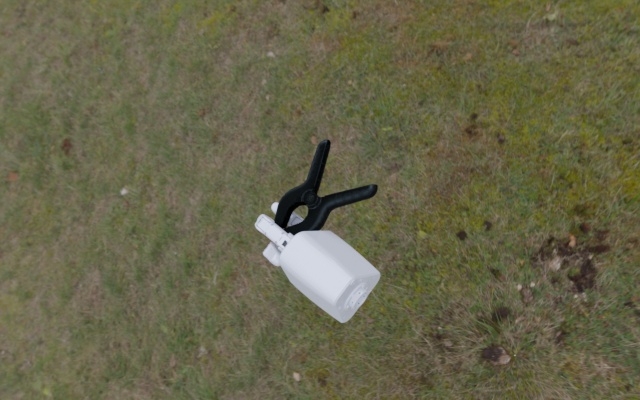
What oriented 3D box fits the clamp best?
[{"bbox_3d":[0.000,0.002,0.718,0.120,0.171,0.039,36,-1,27],"label":"clamp"}]
